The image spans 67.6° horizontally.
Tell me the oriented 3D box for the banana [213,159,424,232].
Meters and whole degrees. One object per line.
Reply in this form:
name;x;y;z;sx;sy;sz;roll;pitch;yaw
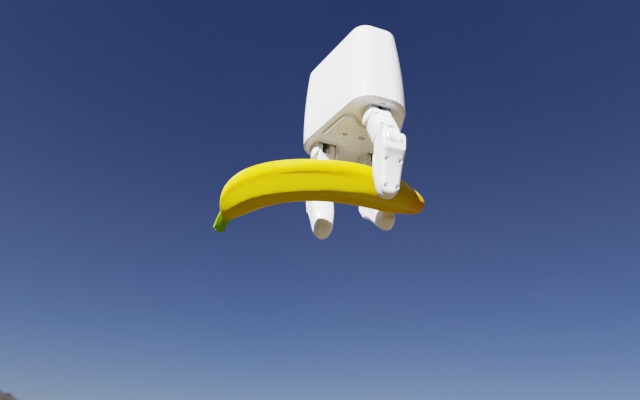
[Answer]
banana;-0.005;-0.009;0.427;0.198;0.037;0.070;-4;-34;4
